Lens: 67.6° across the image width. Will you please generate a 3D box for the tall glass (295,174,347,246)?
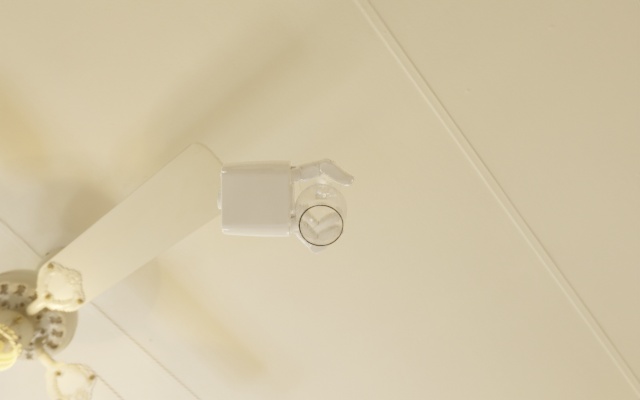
[{"bbox_3d":[0.000,0.002,0.743,0.079,0.079,0.201,0,19,-1],"label":"tall glass"}]
